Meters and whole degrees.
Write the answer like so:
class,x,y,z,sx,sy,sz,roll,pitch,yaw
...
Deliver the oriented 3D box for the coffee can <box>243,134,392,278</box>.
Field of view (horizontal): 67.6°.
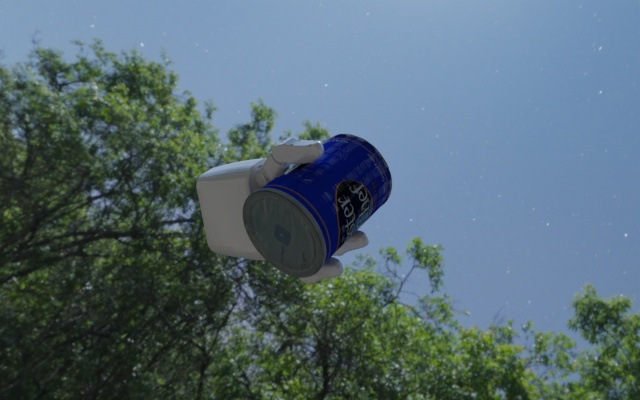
class,x,y,z,sx,sy,sz,roll,pitch,yaw
coffee can,0.000,0.002,0.521,0.103,0.103,0.140,0,29,41
